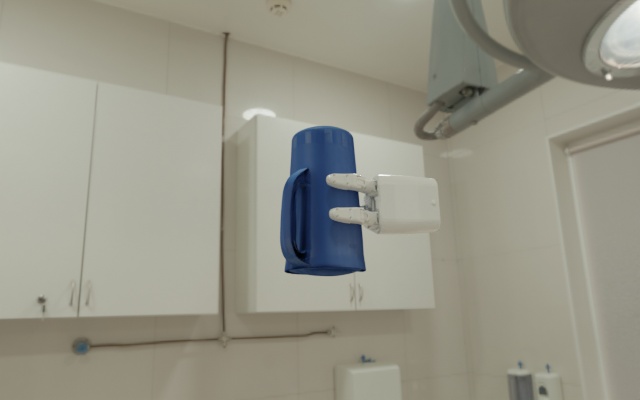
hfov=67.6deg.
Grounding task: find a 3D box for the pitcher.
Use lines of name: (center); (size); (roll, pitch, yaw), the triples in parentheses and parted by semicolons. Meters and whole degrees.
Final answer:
pitcher: (0.000, 0.003, 0.792); (0.145, 0.242, 0.149); (1, -13, -9)
